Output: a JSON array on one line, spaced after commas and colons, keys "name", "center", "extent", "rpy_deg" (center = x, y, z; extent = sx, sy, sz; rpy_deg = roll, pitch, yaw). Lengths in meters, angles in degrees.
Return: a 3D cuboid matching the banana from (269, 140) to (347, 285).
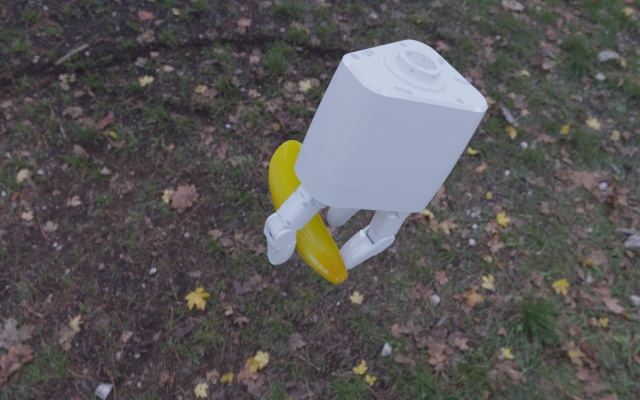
[{"name": "banana", "center": [-0.018, -0.004, 0.473], "extent": [0.069, 0.037, 0.197], "rpy_deg": [12, 40, -20]}]
